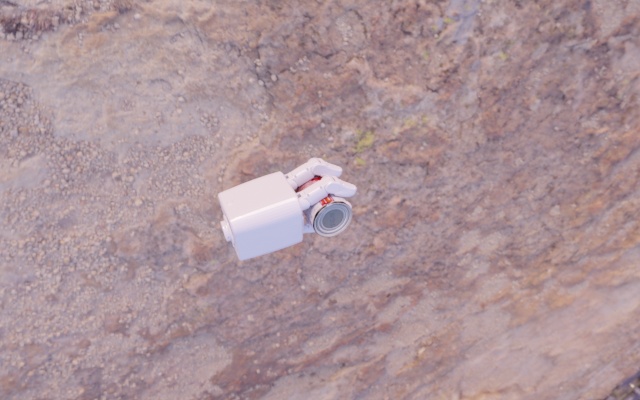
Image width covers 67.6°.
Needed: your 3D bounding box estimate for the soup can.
[{"bbox_3d":[0.001,0.003,0.765,0.068,0.068,0.102,0,33,-28],"label":"soup can"}]
